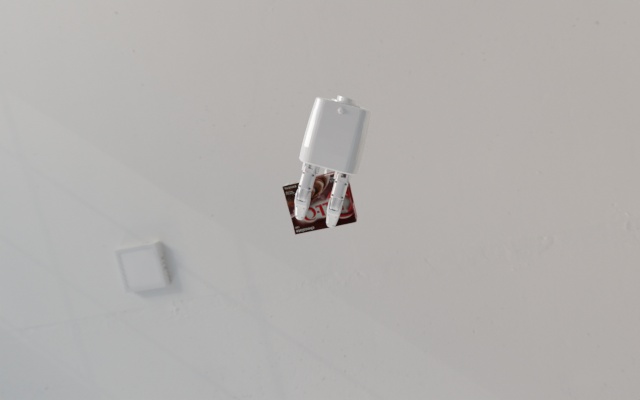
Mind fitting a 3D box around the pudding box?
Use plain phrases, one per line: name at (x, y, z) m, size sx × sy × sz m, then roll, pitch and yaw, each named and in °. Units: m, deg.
pudding box at (0.000, 0.003, 0.825) m, size 0.113 × 0.090 × 0.039 m, roll -12°, pitch 11°, yaw 12°
